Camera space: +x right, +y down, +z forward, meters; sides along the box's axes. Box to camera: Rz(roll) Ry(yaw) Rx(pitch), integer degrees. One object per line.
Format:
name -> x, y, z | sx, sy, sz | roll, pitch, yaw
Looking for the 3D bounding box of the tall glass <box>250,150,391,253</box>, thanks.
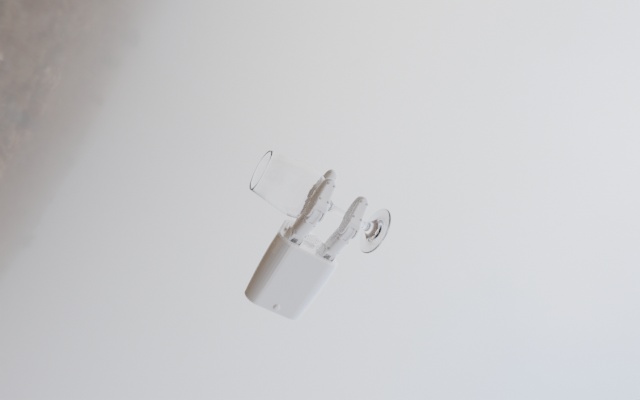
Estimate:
tall glass -> 0.001, 0.002, 0.688 | 0.201, 0.079, 0.079 | 28, -10, -20
